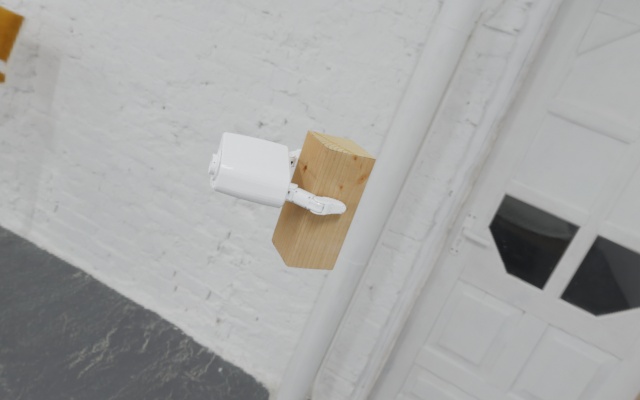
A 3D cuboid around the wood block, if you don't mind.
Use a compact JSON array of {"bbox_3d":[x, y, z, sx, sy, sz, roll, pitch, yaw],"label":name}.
[{"bbox_3d":[0.000,0.003,0.789,0.090,0.206,0.090,9,22,-29],"label":"wood block"}]
